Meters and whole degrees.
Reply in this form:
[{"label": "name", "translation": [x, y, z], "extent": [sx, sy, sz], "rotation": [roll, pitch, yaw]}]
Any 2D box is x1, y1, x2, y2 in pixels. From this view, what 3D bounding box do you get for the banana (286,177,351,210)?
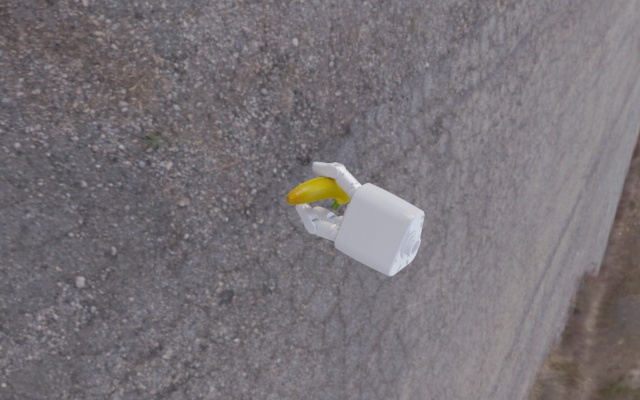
[{"label": "banana", "translation": [0.013, -0.012, 0.818], "extent": [0.037, 0.069, 0.198], "rotation": [43, 13, 23]}]
